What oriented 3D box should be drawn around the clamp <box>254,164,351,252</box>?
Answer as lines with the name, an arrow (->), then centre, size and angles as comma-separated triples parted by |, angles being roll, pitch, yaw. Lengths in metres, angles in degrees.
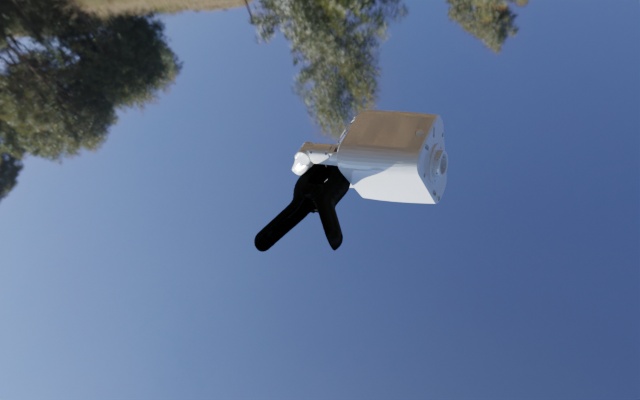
clamp -> 0.000, 0.002, 0.610 | 0.120, 0.171, 0.039 | 8, -38, 32
